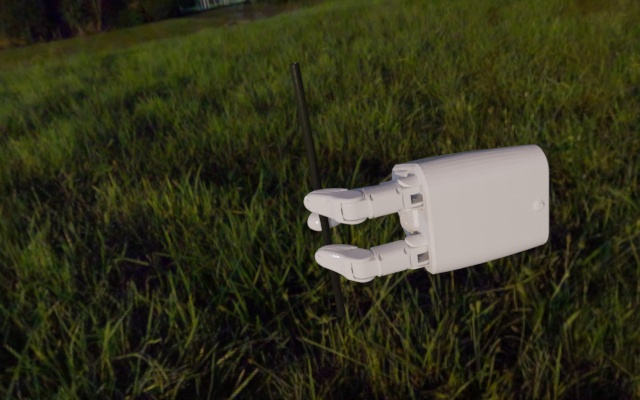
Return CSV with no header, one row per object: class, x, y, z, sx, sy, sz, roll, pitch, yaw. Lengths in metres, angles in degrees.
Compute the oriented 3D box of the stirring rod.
stirring rod,0.000,0.001,0.423,0.011,0.240,0.011,-9,21,4
